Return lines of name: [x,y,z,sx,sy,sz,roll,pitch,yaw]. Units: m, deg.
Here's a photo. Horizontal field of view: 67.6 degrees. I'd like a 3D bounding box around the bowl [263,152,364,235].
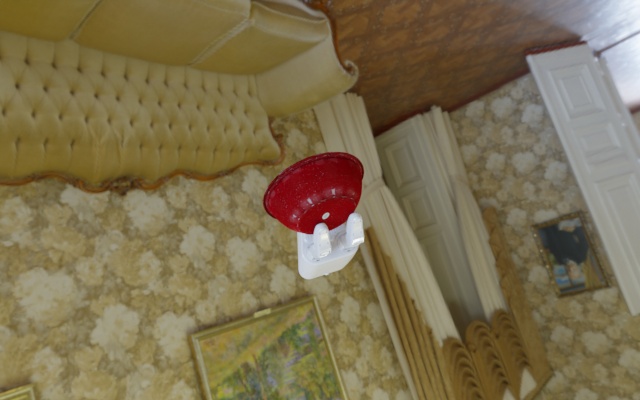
bowl: [0.000,0.002,0.702,0.162,0.055,0.162,-18,-32,-11]
